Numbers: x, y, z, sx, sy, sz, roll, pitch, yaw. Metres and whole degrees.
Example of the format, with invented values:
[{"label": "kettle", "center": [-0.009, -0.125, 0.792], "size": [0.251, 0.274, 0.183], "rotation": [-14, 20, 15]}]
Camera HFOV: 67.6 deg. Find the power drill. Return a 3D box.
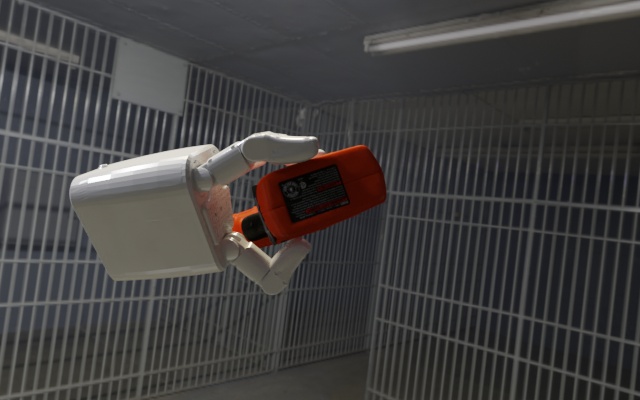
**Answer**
[{"label": "power drill", "center": [0.000, 0.002, 0.471], "size": [0.184, 0.057, 0.188], "rotation": [-21, -5, -13]}]
